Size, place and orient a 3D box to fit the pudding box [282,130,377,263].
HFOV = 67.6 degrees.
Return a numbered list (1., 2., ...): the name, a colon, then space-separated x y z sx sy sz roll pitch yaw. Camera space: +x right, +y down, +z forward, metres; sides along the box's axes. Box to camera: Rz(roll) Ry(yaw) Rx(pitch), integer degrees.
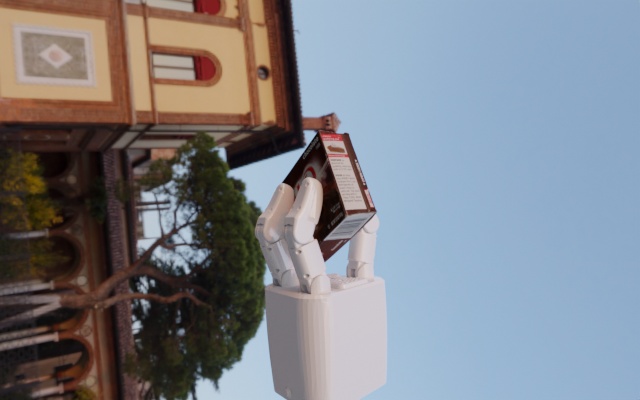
1. pudding box: 0.000 0.002 0.461 0.039 0.090 0.113 -1 -30 -33
